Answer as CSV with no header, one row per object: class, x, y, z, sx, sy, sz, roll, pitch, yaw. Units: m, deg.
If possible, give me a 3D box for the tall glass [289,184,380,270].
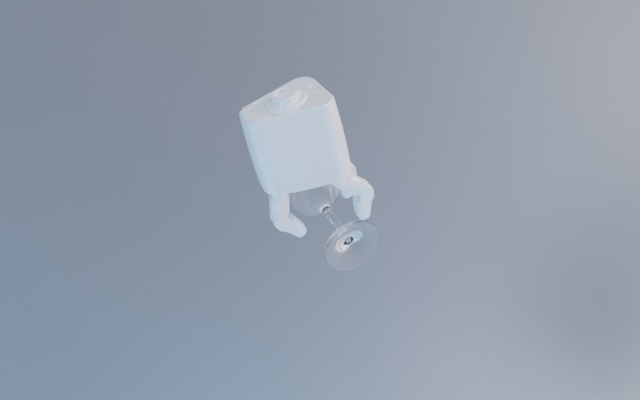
tall glass,0.000,0.003,0.652,0.079,0.079,0.201,0,32,-27
